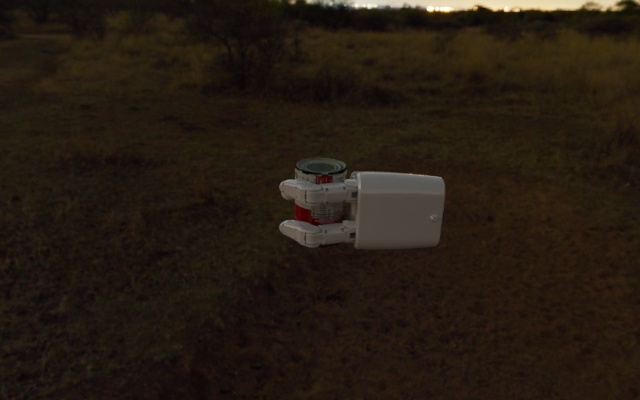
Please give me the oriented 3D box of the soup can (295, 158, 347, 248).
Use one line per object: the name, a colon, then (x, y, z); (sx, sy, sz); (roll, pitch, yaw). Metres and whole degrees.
soup can: (0.000, 0.002, 0.623); (0.068, 0.102, 0.068); (1, 21, 0)
